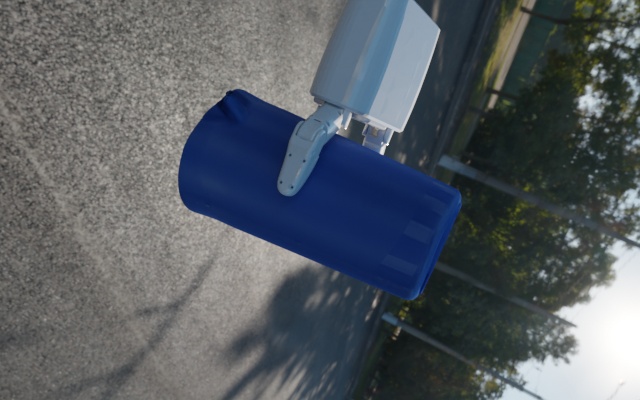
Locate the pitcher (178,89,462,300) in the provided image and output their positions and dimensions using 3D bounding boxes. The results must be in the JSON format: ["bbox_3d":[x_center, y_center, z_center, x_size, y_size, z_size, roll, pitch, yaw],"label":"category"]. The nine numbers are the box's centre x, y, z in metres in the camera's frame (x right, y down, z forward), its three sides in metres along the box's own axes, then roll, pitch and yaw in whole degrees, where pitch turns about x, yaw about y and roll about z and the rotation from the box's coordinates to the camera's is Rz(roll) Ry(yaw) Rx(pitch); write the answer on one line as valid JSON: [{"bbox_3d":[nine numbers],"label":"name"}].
[{"bbox_3d":[0.000,0.001,0.462,0.243,0.145,0.149,24,10,16],"label":"pitcher"}]
